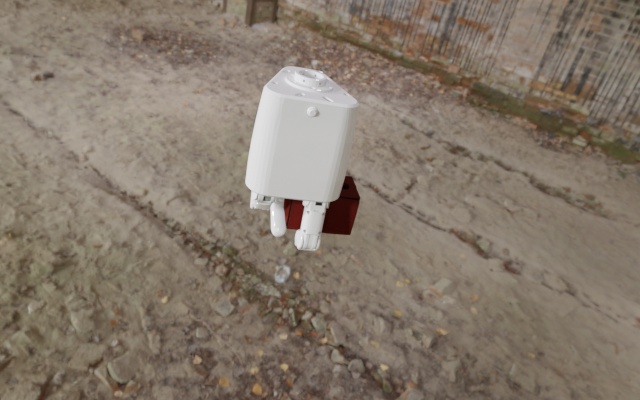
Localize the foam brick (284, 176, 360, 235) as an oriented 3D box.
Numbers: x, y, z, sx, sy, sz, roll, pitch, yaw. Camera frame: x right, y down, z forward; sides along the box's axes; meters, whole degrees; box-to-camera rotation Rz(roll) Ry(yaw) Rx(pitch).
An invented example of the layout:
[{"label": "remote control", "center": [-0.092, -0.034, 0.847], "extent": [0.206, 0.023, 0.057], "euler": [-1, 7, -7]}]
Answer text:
[{"label": "foam brick", "center": [0.000, 0.002, 0.547], "extent": [0.078, 0.051, 0.053], "euler": [7, 29, -12]}]
